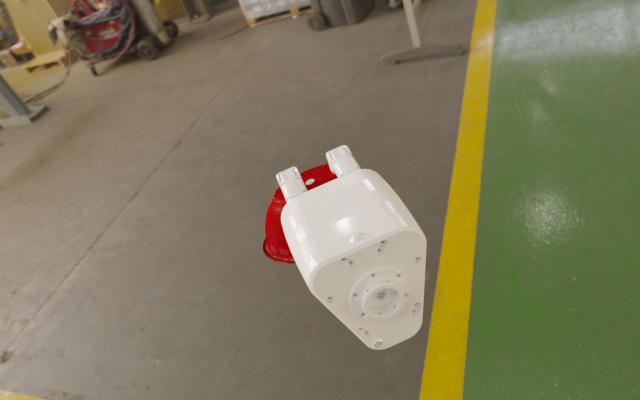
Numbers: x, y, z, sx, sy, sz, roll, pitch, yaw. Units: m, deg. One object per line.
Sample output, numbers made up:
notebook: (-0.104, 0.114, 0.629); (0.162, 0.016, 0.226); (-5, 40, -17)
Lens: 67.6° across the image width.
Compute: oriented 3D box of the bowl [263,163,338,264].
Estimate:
bowl: (-0.001, 0.001, 0.532); (0.162, 0.055, 0.162); (-20, 20, 8)
